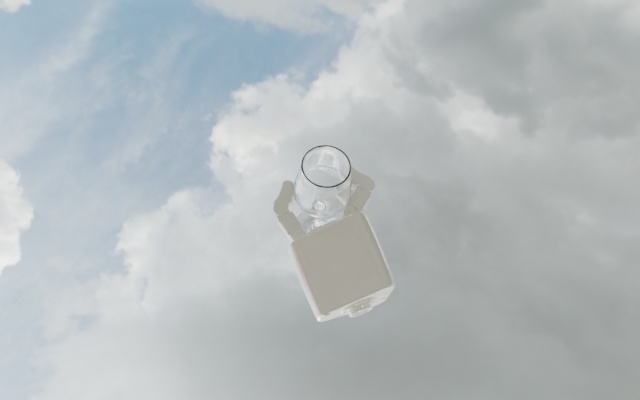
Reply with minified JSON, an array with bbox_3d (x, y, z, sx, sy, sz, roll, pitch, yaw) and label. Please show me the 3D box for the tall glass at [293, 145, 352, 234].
[{"bbox_3d":[0.000,0.002,0.674,0.079,0.079,0.201,0,-27,-4],"label":"tall glass"}]
